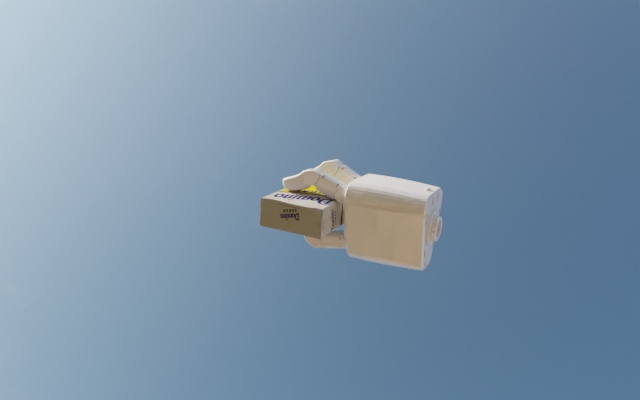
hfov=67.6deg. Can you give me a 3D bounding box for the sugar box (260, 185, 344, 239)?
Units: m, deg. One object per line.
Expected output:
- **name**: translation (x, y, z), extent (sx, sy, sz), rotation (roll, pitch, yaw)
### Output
- **sugar box**: translation (0.000, 0.002, 0.680), extent (0.093, 0.048, 0.176), rotation (11, 16, 25)
